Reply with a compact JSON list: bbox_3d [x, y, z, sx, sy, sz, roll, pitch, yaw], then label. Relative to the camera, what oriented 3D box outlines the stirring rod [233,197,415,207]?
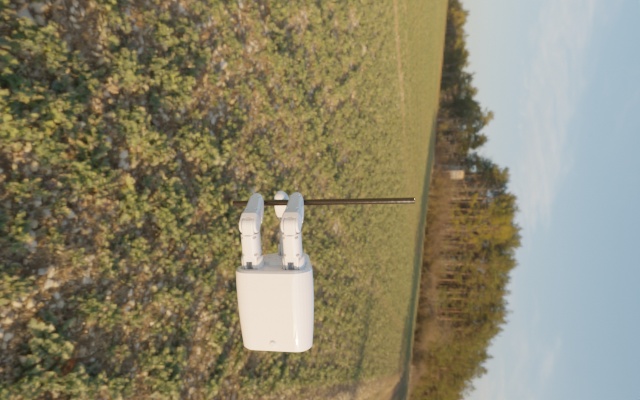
[{"bbox_3d":[0.000,0.002,0.621,0.239,0.011,0.011,-1,0,12],"label":"stirring rod"}]
